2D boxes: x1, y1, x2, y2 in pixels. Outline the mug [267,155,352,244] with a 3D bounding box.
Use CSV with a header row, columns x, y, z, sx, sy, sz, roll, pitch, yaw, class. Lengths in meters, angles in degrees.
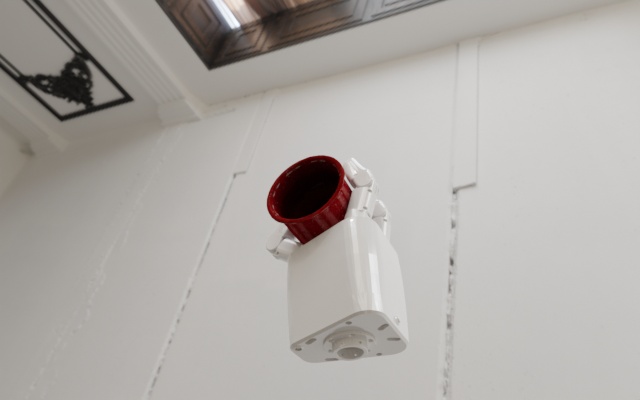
x,y,z,sx,sy,sz,roll,pitch,yaw,class
0.000,0.001,0.541,0.093,0.117,0.081,-19,-46,18,mug
